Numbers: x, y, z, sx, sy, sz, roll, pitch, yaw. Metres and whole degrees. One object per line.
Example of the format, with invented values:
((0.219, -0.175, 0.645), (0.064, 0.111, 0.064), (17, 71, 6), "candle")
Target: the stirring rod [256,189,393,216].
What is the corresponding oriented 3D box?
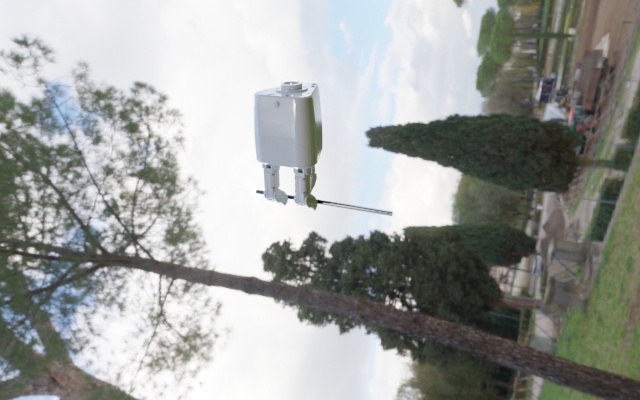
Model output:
((0.000, 0.002, 0.778), (0.239, 0.011, 0.011), (9, 3, 22), "stirring rod")
